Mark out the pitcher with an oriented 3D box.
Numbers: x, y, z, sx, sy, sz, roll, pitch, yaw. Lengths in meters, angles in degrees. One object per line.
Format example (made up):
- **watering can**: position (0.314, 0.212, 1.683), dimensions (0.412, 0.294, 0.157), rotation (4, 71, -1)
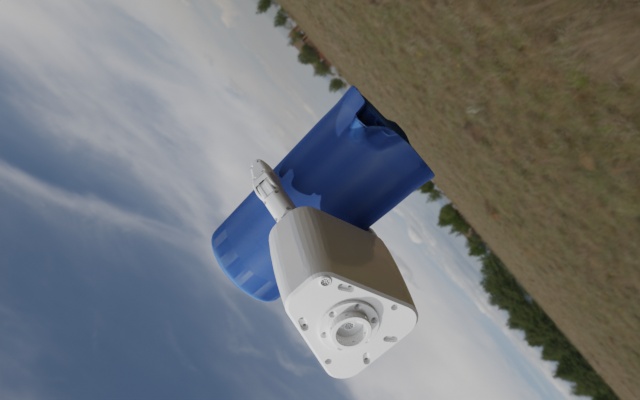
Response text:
- **pitcher**: position (0.000, 0.002, 0.547), dimensions (0.149, 0.243, 0.145), rotation (43, 11, -27)
